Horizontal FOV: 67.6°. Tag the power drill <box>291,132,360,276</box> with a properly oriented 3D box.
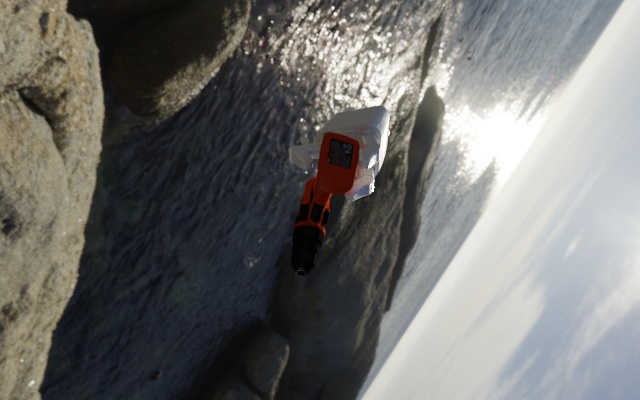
[{"bbox_3d":[0.000,0.002,0.734,0.057,0.184,0.188,15,-37,-9],"label":"power drill"}]
